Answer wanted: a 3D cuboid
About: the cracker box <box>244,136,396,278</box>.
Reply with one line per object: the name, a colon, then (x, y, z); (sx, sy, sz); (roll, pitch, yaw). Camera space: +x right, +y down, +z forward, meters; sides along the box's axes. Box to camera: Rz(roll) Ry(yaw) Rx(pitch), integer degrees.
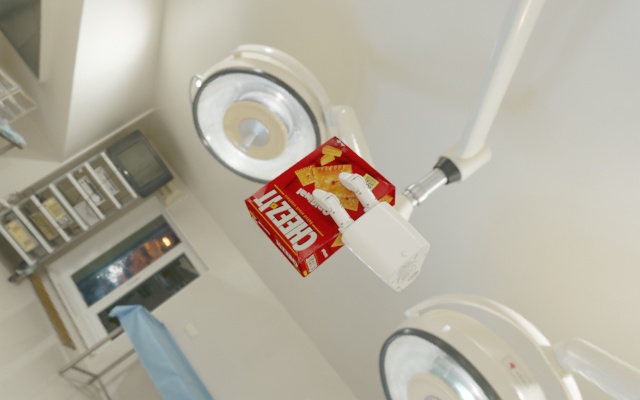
cracker box: (0.000, 0.003, 0.843); (0.213, 0.164, 0.072); (-37, -29, -15)
